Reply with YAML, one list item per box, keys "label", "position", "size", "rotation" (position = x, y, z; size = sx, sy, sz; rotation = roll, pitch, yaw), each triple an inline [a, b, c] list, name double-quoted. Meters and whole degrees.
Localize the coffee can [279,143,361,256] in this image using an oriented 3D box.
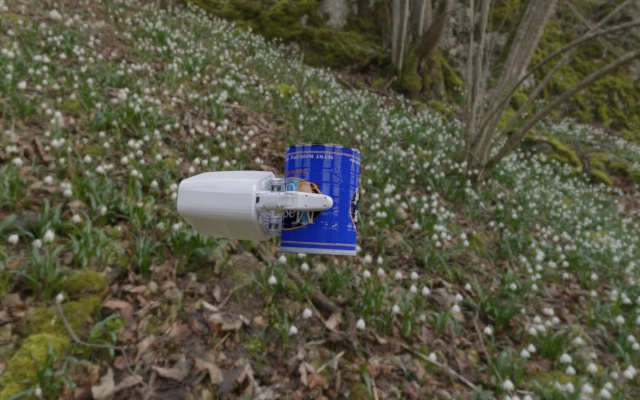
- label: "coffee can"
  position: [0.000, 0.002, 0.644]
  size: [0.103, 0.140, 0.103]
  rotation: [3, -6, 0]
